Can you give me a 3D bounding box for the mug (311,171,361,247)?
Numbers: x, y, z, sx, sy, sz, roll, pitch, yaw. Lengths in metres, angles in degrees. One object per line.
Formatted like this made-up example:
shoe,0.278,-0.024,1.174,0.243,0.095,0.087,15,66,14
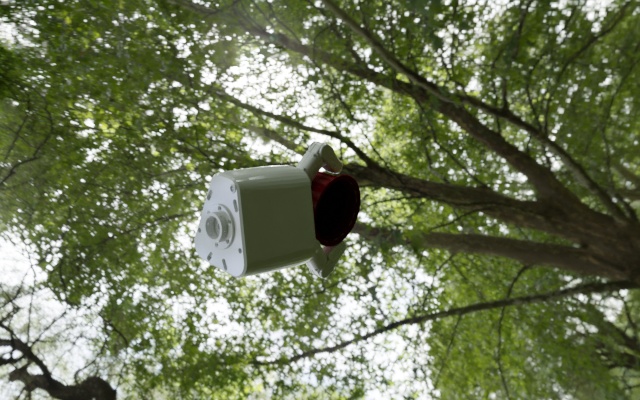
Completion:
mug,0.001,0.002,0.627,0.081,0.093,0.117,19,17,38
